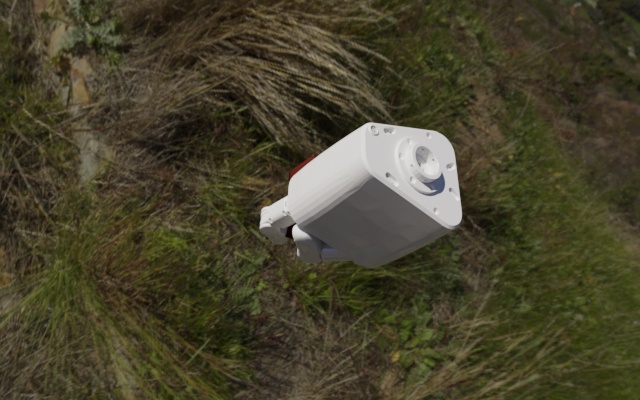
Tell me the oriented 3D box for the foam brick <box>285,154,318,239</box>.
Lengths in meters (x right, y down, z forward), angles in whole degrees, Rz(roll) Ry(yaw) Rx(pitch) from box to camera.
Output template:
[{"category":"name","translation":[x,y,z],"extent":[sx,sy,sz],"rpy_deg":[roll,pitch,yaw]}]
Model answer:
[{"category":"foam brick","translation":[0.000,0.001,0.495],"extent":[0.053,0.078,0.051],"rpy_deg":[18,-32,-29]}]
